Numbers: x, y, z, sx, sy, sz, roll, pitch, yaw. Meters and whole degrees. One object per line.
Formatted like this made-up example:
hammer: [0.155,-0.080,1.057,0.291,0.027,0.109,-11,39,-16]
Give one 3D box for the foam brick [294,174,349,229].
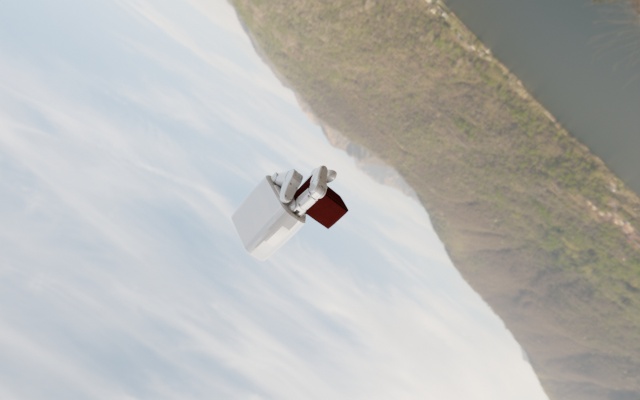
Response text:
foam brick: [0.000,0.003,0.843,0.078,0.051,0.053,37,15,-30]
